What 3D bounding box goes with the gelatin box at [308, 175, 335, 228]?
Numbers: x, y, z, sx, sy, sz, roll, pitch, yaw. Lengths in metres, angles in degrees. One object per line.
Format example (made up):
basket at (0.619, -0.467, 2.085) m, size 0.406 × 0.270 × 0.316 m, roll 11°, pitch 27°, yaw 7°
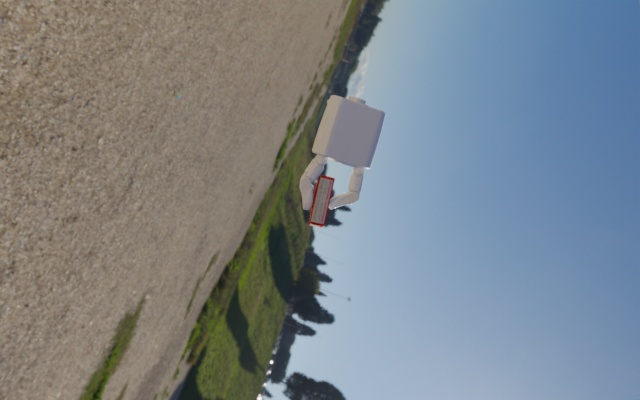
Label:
gelatin box at (0.001, 0.003, 0.872) m, size 0.030 × 0.089 × 0.073 m, roll 12°, pitch -6°, yaw -3°
